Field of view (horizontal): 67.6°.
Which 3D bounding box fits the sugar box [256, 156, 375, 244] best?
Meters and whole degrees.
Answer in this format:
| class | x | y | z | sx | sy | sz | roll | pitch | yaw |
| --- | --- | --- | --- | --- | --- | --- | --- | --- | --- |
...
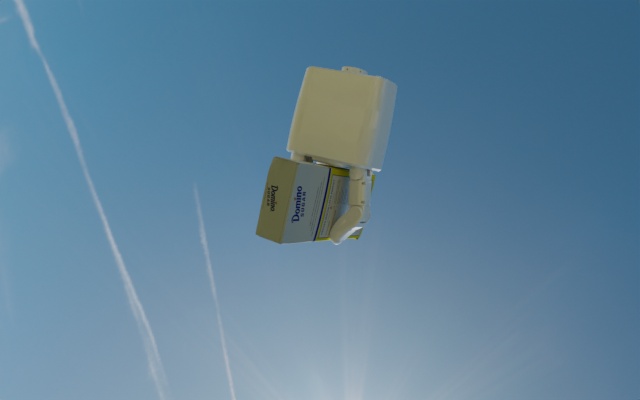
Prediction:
| class | x | y | z | sx | sy | sz | roll | pitch | yaw |
| --- | --- | --- | --- | --- | --- | --- | --- | --- | --- |
| sugar box | 0.000 | 0.002 | 0.588 | 0.048 | 0.093 | 0.176 | 17 | 7 | 36 |
